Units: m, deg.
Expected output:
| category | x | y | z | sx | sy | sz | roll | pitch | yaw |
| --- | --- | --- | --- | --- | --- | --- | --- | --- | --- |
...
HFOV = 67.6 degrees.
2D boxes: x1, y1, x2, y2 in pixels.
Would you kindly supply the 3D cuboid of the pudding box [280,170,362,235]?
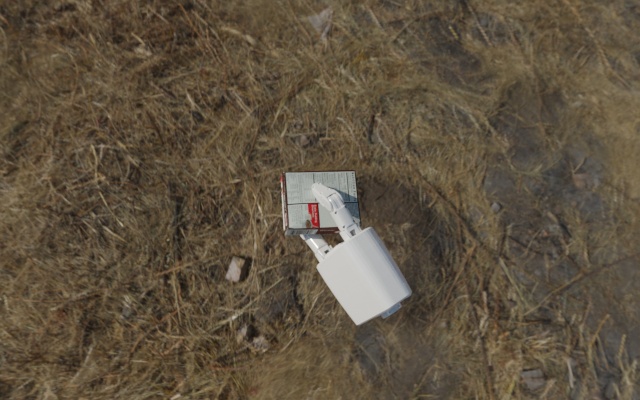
| category | x | y | z | sx | sy | sz | roll | pitch | yaw |
| --- | --- | --- | --- | --- | --- | --- | --- | --- | --- |
| pudding box | 0.000 | 0.002 | 0.705 | 0.113 | 0.090 | 0.039 | -1 | -16 | -13 |
